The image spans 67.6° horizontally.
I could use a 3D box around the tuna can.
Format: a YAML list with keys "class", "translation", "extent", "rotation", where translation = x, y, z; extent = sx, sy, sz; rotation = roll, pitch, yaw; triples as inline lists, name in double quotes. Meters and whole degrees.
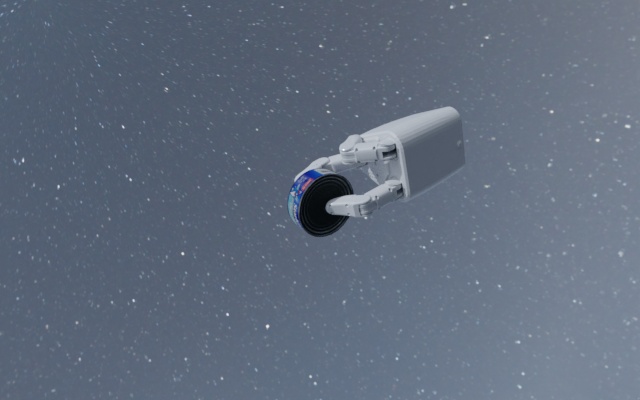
- class: "tuna can"
  translation: [0.000, 0.002, 0.621]
  extent: [0.086, 0.086, 0.033]
  rotation: [0, 18, -36]
